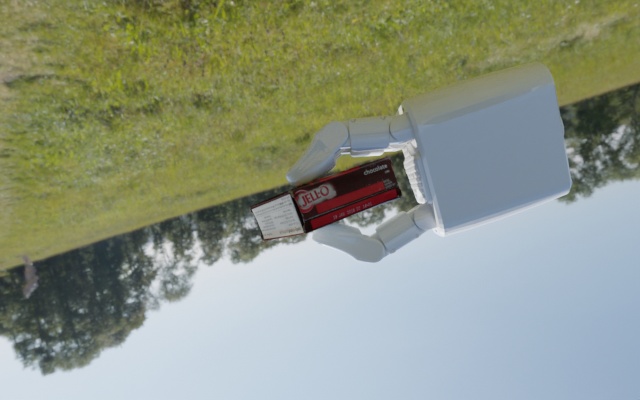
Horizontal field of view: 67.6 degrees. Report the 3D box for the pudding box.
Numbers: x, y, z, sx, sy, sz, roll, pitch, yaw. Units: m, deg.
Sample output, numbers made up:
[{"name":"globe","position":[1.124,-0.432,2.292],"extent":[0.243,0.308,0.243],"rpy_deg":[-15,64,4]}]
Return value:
[{"name":"pudding box","position":[0.000,0.001,0.401],"extent":[0.090,0.039,0.113],"rpy_deg":[-19,-1,-25]}]
